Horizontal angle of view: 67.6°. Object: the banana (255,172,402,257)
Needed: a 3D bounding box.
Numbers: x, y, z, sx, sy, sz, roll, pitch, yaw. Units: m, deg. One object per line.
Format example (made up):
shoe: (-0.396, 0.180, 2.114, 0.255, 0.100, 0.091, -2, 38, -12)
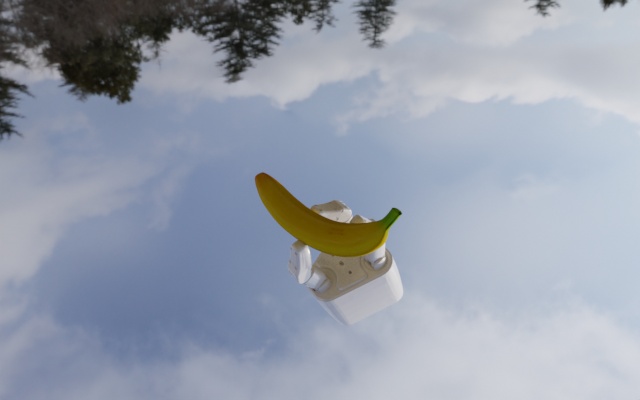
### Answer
banana: (-0.002, 0.021, 0.538, 0.198, 0.069, 0.037, 16, 2, 32)
